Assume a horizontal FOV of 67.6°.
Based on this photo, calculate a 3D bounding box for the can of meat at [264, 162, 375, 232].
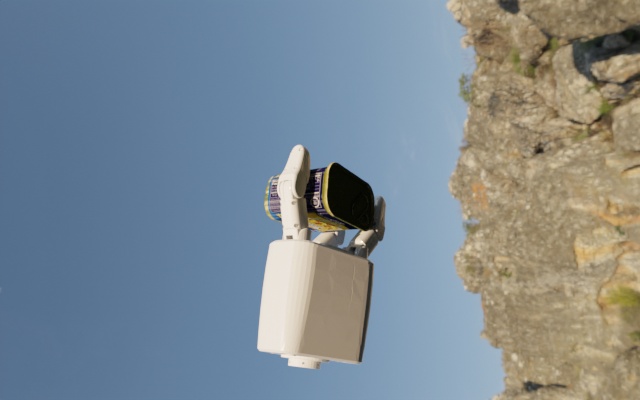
[{"bbox_3d":[0.000,0.002,0.534,0.084,0.057,0.102,-7,-20,33],"label":"can of meat"}]
